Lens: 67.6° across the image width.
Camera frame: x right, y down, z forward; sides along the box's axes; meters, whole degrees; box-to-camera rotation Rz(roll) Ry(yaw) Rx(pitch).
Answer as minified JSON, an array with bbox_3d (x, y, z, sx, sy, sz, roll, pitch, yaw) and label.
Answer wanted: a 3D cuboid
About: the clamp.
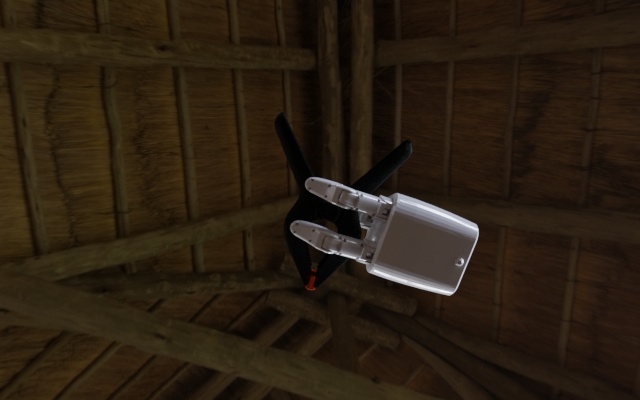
[{"bbox_3d":[0.000,0.002,0.578,0.164,0.210,0.036,19,9,0],"label":"clamp"}]
